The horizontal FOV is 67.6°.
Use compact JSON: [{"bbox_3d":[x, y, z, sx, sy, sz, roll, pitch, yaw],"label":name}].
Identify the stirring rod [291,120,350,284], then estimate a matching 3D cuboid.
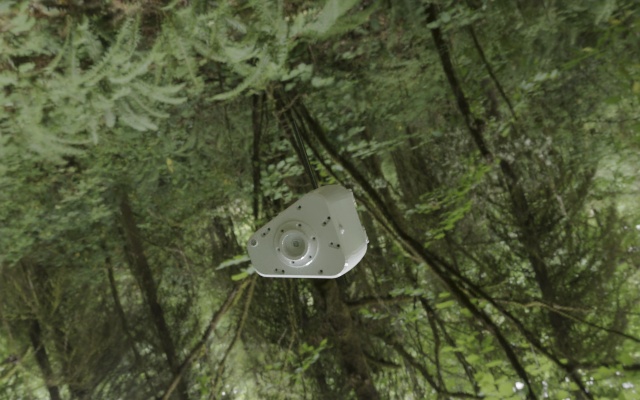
[{"bbox_3d":[0.000,0.002,0.674,0.011,0.239,0.011,-19,0,0],"label":"stirring rod"}]
